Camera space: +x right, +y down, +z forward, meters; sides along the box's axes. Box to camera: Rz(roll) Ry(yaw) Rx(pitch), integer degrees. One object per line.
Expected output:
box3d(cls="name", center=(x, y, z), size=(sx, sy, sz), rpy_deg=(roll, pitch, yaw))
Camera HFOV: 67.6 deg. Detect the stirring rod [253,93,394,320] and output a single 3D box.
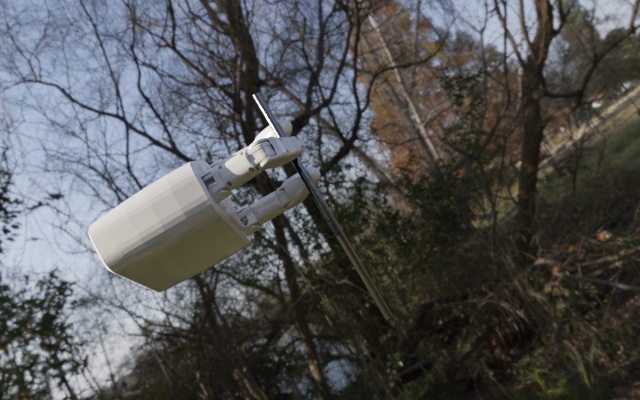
box3d(cls="stirring rod", center=(0.000, 0.002, 0.438), size=(0.011, 0.239, 0.011), rpy_deg=(-30, -8, -5))
